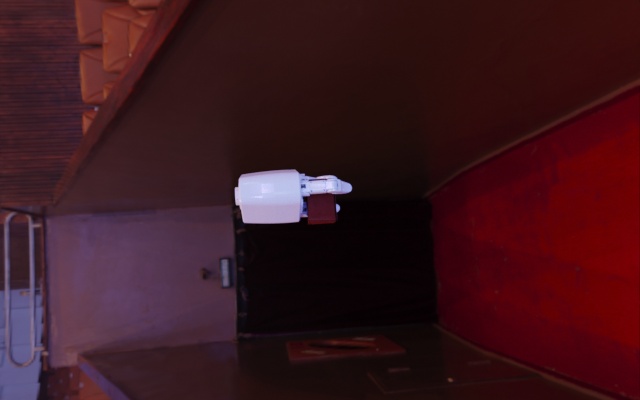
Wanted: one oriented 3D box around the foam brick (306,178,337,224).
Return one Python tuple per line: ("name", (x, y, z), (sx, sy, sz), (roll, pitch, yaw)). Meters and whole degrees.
("foam brick", (0.000, 0.003, 0.873), (0.051, 0.078, 0.053), (-4, -10, -5))
